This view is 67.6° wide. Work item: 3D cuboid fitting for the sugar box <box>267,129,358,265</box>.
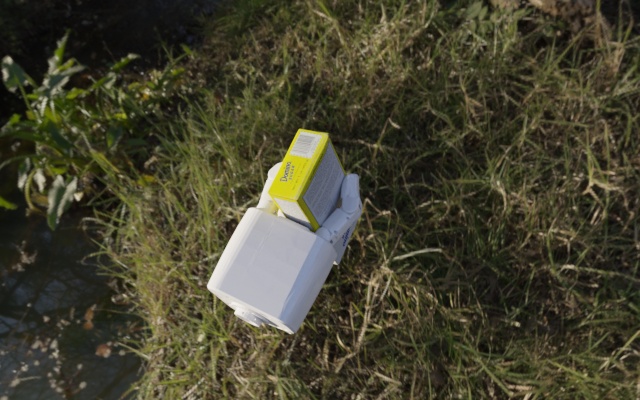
[{"bbox_3d":[0.000,0.002,0.596,0.048,0.093,0.176,15,-25,24],"label":"sugar box"}]
